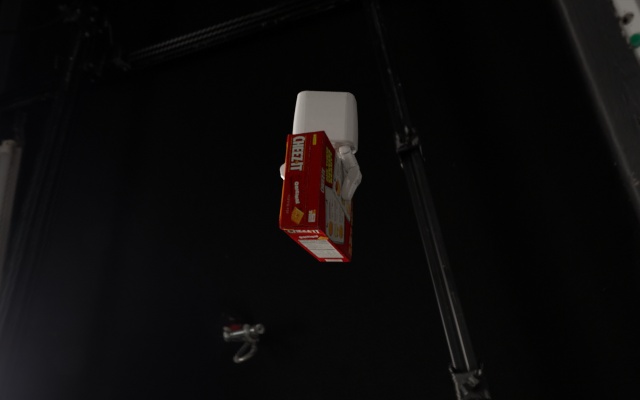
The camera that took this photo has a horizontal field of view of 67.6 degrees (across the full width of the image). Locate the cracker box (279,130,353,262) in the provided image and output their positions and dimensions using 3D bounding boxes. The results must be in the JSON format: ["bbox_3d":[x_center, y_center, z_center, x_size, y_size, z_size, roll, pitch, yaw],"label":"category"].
[{"bbox_3d":[0.000,0.003,0.826,0.072,0.164,0.214,-3,-21,17],"label":"cracker box"}]
